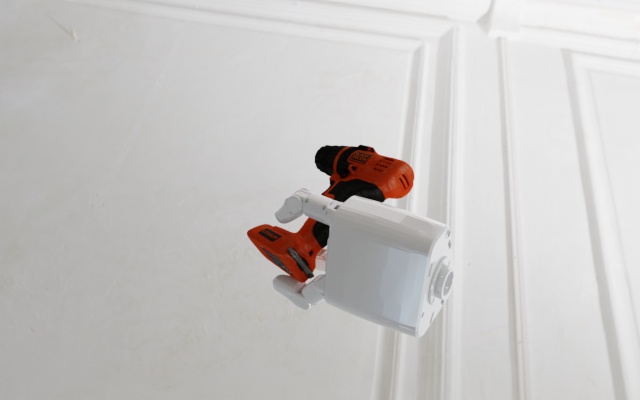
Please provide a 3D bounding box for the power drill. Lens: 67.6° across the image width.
[{"bbox_3d":[0.000,0.002,0.594,0.187,0.057,0.184,-45,30,-14],"label":"power drill"}]
